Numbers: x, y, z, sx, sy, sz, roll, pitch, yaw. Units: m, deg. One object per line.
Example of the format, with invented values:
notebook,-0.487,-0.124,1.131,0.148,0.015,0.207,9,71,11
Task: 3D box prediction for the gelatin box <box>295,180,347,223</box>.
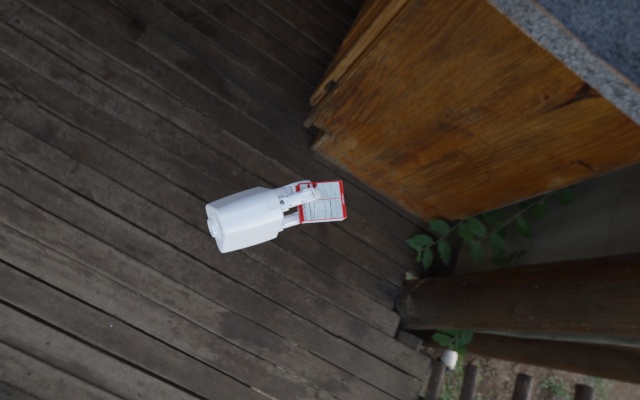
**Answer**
gelatin box,0.001,0.003,0.897,0.089,0.073,0.030,-5,-10,-17
